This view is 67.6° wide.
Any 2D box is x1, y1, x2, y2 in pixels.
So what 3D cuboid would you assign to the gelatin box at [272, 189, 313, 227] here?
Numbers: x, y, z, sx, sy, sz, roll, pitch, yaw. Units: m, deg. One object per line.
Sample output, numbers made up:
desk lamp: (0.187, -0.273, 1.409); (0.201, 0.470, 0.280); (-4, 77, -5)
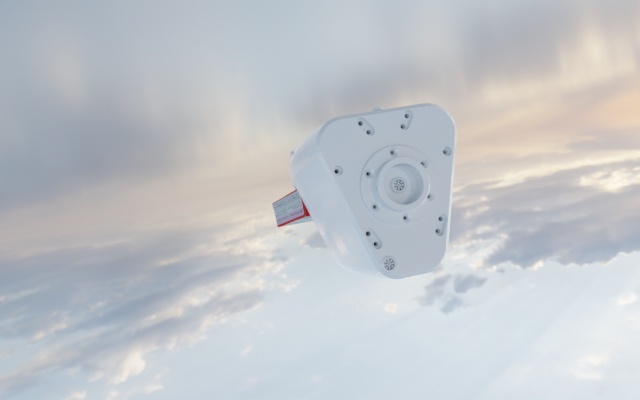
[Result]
gelatin box: (0.000, 0.002, 0.479); (0.073, 0.030, 0.089); (-11, -7, -24)
